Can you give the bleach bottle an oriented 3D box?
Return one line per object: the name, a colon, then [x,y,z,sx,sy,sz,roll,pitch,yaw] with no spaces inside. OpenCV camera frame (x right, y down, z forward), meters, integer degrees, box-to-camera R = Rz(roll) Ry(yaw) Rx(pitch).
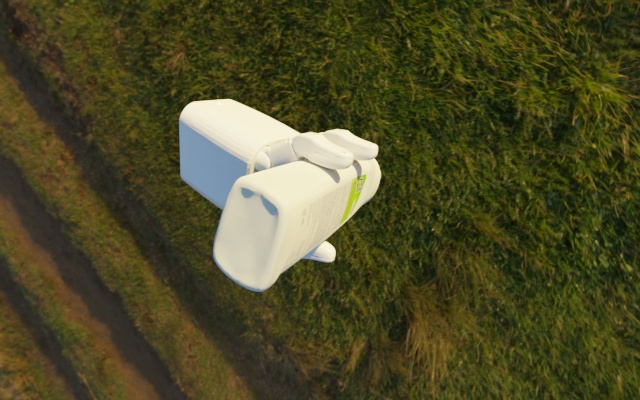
bleach bottle: [0.000,0.002,0.504,0.068,0.103,0.251,30,26,20]
